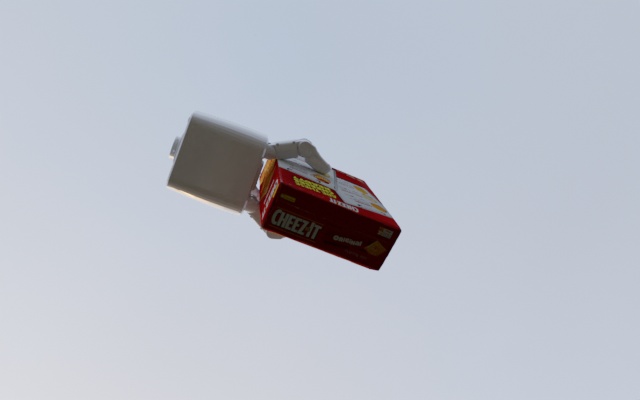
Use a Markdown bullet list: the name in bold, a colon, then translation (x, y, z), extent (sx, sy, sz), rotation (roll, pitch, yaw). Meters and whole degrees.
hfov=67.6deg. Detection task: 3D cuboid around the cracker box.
- **cracker box**: translation (0.000, 0.002, 0.668), extent (0.164, 0.072, 0.213), rotation (21, 15, -14)
